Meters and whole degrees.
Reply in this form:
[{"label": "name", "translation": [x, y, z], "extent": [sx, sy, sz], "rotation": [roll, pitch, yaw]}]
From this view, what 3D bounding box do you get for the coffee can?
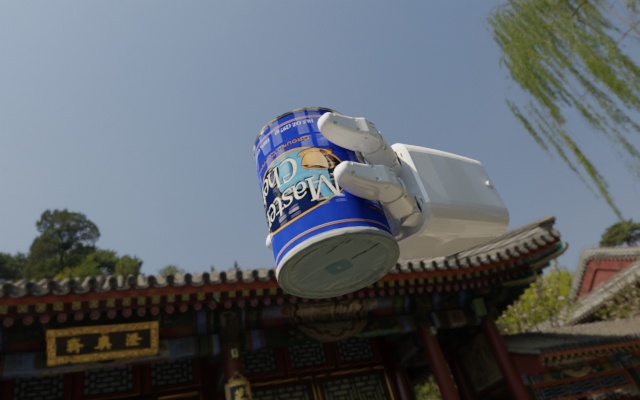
[{"label": "coffee can", "translation": [0.000, 0.002, 0.429], "extent": [0.103, 0.140, 0.103], "rotation": [-11, -36, -8]}]
